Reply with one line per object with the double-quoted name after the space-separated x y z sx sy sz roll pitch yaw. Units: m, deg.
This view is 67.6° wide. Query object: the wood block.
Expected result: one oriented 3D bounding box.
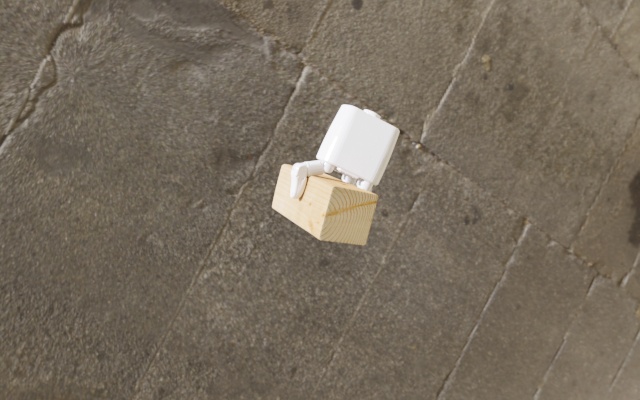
0.000 0.002 0.848 0.091 0.090 0.206 10 8 -29 "wood block"
